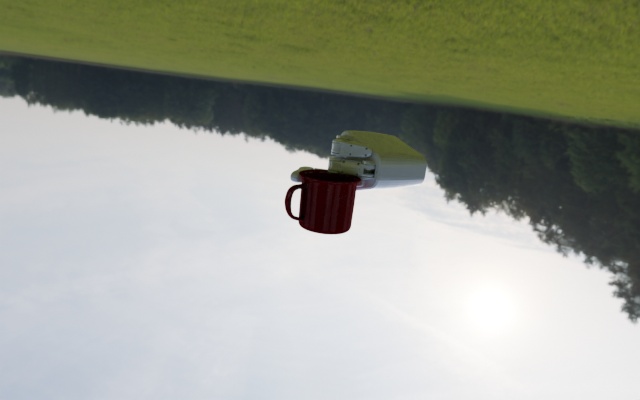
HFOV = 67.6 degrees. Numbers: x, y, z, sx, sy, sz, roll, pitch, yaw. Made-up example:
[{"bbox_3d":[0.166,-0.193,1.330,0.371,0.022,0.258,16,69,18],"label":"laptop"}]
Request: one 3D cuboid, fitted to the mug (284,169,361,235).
[{"bbox_3d":[-0.001,0.003,0.711,0.117,0.081,0.093,-3,16,-34],"label":"mug"}]
